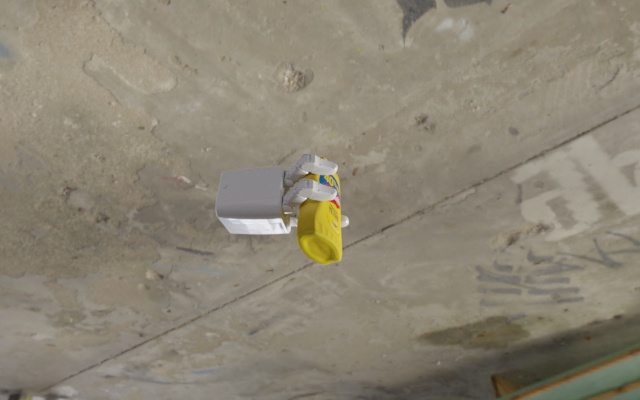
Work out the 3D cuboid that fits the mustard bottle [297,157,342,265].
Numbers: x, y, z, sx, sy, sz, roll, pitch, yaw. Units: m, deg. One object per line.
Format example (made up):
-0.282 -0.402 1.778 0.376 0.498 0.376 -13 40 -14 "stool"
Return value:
0.000 0.003 0.786 0.058 0.191 0.096 -19 -43 22 "mustard bottle"
